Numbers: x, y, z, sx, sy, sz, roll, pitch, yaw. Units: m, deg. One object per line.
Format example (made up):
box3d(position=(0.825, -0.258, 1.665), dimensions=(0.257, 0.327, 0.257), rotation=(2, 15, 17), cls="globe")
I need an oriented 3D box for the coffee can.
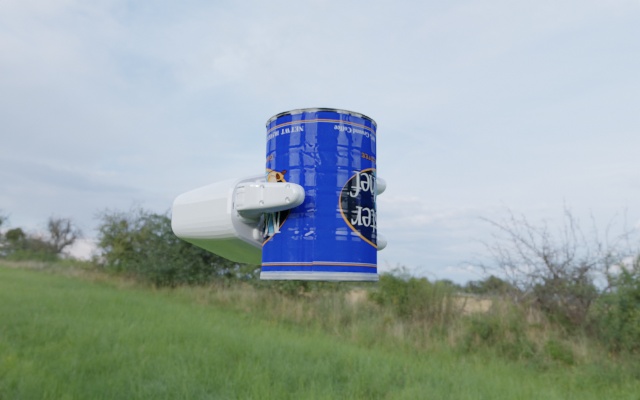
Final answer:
box3d(position=(0.000, 0.002, 0.426), dimensions=(0.103, 0.140, 0.103), rotation=(1, -9, 0), cls="coffee can")
